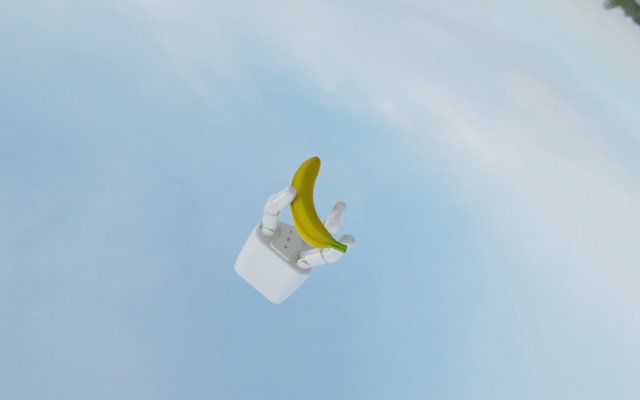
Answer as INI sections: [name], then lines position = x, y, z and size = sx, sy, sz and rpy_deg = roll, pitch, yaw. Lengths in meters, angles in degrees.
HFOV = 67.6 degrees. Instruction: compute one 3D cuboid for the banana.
[banana]
position = -0.016, 0.003, 0.736
size = 0.069, 0.197, 0.037
rpy_deg = 8, -43, -26
